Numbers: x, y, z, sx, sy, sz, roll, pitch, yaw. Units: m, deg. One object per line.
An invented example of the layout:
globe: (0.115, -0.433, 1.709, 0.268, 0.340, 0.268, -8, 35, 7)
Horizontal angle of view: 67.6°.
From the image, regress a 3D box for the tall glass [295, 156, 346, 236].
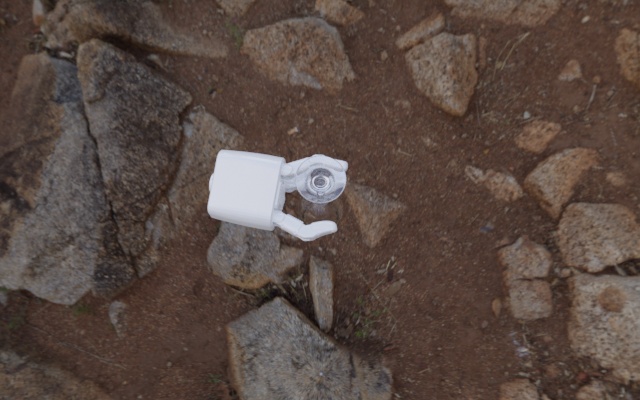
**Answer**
tall glass: (0.000, 0.002, 0.780, 0.079, 0.079, 0.201, 0, -20, 0)
